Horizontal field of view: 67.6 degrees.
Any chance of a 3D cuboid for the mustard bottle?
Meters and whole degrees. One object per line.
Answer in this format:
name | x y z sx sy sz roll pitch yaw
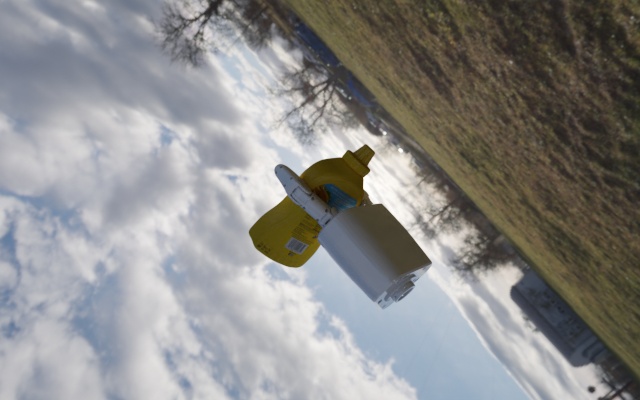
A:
mustard bottle | 0.000 0.002 0.626 0.096 0.192 0.058 32 17 -40
